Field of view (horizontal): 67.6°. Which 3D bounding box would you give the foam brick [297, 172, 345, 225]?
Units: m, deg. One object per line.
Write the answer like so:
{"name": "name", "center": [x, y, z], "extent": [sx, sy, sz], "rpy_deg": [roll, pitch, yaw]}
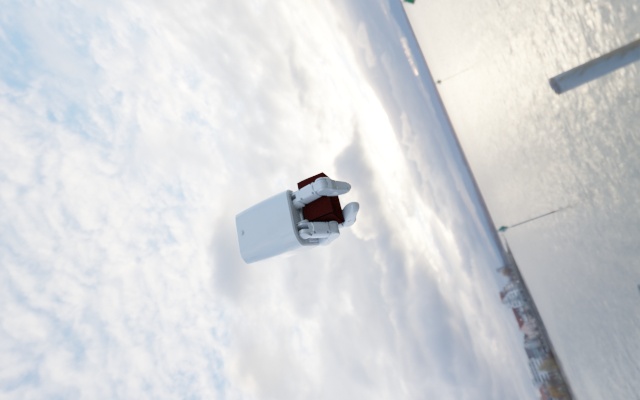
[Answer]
{"name": "foam brick", "center": [0.000, 0.002, 0.783], "extent": [0.051, 0.078, 0.053], "rpy_deg": [-22, -29, 18]}
